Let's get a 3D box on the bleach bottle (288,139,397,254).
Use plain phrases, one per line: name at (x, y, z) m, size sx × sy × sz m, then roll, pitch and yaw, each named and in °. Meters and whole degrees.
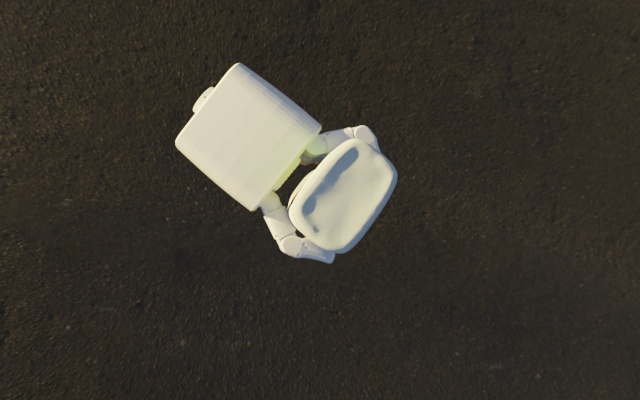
bleach bottle at (0.000, 0.002, 0.529) m, size 0.068 × 0.102 × 0.251 m, roll 39°, pitch -10°, yaw -6°
